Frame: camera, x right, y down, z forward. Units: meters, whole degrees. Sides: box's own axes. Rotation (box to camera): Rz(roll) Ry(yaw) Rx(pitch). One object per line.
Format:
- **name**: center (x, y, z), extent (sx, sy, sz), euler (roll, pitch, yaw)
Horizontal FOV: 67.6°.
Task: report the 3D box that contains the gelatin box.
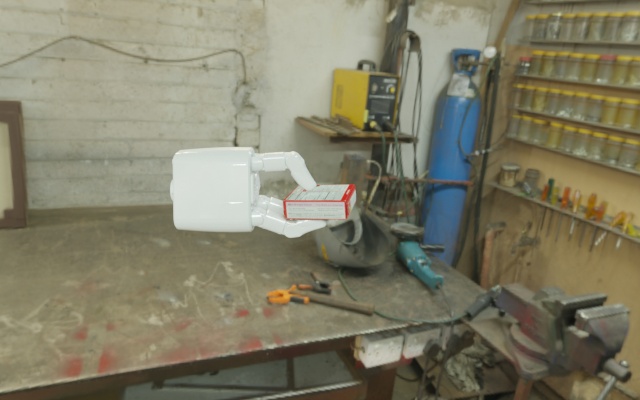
- **gelatin box**: center (0.000, 0.002, 0.662), extent (0.089, 0.030, 0.073), euler (-1, 18, 14)
